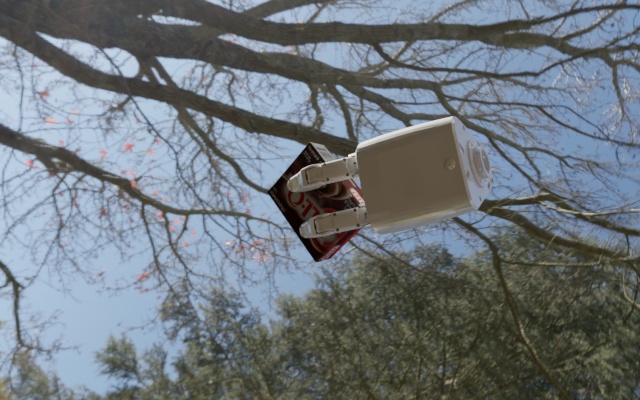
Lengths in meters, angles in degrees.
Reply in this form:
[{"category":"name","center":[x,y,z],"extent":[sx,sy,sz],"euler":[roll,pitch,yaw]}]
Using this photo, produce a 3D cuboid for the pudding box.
[{"category":"pudding box","center":[0.000,0.002,0.565],"extent":[0.090,0.113,0.039],"euler":[-47,-25,26]}]
